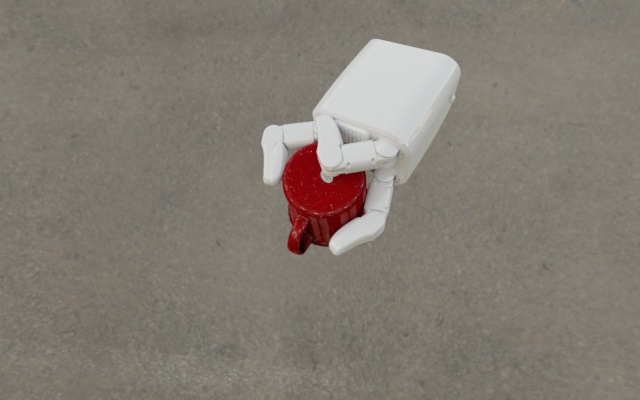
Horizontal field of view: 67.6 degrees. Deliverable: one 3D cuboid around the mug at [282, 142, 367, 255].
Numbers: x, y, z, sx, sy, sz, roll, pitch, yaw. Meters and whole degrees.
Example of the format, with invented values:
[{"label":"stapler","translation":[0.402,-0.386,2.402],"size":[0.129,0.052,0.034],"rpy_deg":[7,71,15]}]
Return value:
[{"label":"mug","translation":[-0.001,0.003,0.486],"size":[0.093,0.117,0.081],"rpy_deg":[29,-16,16]}]
